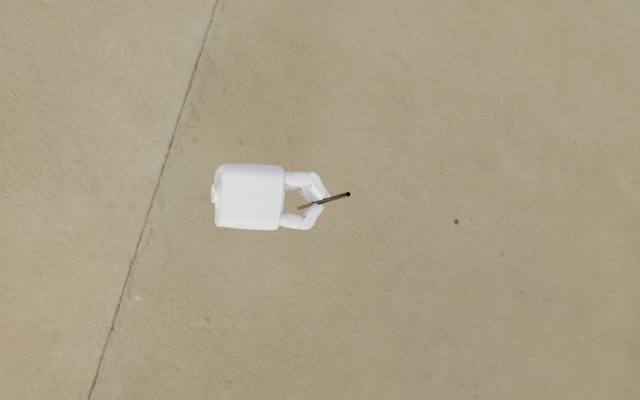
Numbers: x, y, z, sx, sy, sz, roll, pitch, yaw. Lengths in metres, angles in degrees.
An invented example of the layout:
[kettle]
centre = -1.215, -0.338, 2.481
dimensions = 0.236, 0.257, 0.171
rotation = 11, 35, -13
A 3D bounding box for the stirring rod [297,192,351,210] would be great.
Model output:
[stirring rod]
centre = 0.000, 0.003, 0.870
dimensions = 0.011, 0.011, 0.239
rotation = 0, -6, -22
